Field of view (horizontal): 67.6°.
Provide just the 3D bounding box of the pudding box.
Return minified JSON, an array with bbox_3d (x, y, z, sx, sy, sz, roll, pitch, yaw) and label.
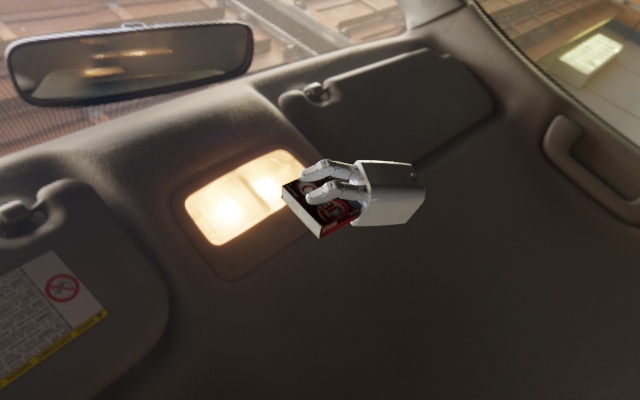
[{"bbox_3d":[0.000,0.003,0.816,0.090,0.039,0.113,-26,54,-32],"label":"pudding box"}]
